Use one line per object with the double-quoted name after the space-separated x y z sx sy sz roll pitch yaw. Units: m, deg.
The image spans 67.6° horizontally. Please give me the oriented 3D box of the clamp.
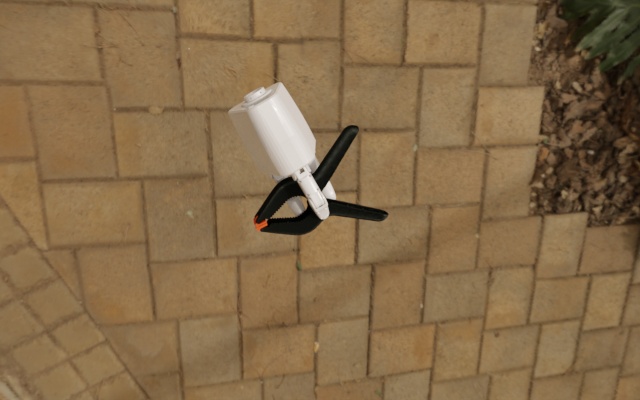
0.000 0.003 0.738 0.210 0.165 0.036 -31 21 -4 "clamp"
